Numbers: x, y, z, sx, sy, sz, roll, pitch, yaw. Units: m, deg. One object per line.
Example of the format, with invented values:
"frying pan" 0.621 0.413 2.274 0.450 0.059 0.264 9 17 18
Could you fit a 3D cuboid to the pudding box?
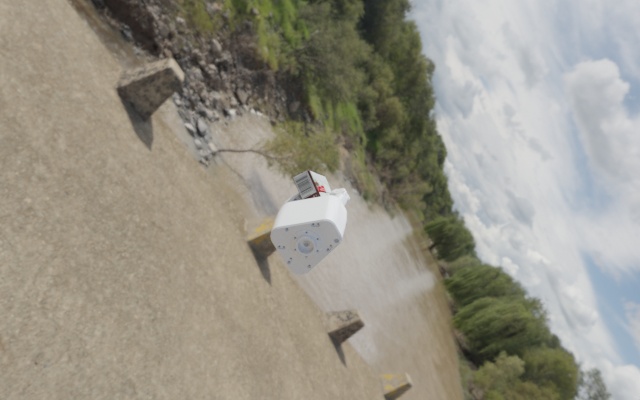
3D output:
"pudding box" 0.000 0.003 0.896 0.039 0.113 0.090 -26 -13 16
